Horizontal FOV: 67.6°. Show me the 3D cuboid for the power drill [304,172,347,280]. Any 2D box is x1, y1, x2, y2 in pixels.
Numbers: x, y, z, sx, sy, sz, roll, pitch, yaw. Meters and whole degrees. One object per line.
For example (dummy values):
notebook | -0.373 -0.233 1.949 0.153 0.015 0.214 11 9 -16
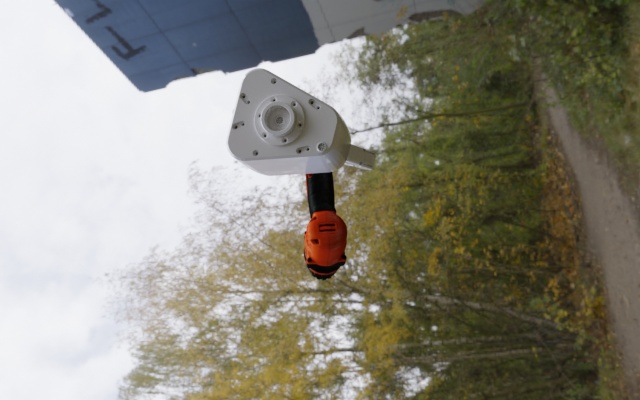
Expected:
power drill | 0.000 0.002 0.625 0.057 0.187 0.184 -5 -22 -6
